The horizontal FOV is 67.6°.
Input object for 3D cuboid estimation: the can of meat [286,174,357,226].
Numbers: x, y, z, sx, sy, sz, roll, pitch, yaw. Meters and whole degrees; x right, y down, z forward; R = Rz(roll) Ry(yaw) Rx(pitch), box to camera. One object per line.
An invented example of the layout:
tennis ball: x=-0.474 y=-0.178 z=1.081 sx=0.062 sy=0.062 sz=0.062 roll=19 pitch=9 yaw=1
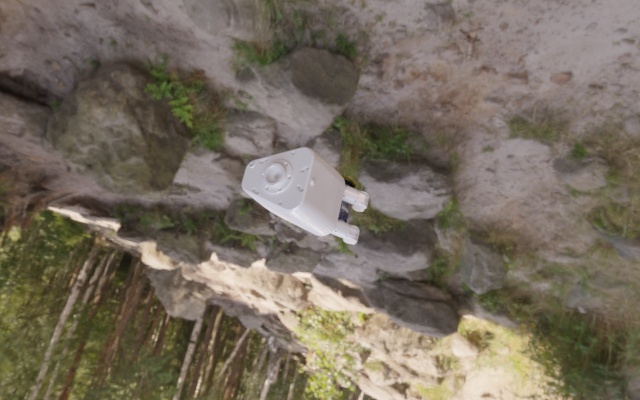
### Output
can of meat: x=0.000 y=0.003 z=0.772 sx=0.102 sy=0.084 sz=0.057 roll=7 pitch=-16 yaw=25
